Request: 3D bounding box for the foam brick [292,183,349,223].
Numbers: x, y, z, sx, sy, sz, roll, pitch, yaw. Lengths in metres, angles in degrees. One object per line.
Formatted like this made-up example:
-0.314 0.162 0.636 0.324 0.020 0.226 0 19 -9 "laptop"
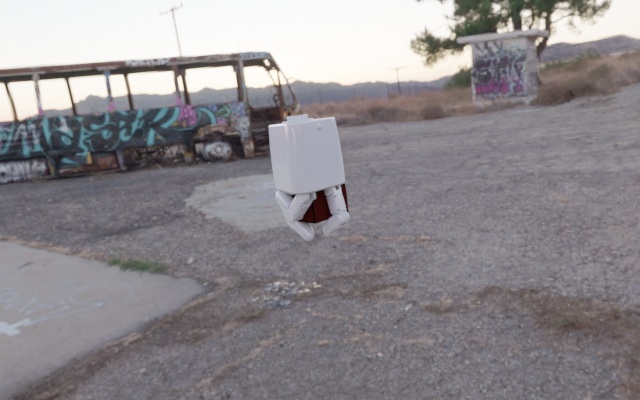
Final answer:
0.000 0.003 0.788 0.078 0.051 0.053 -16 14 -40 "foam brick"
